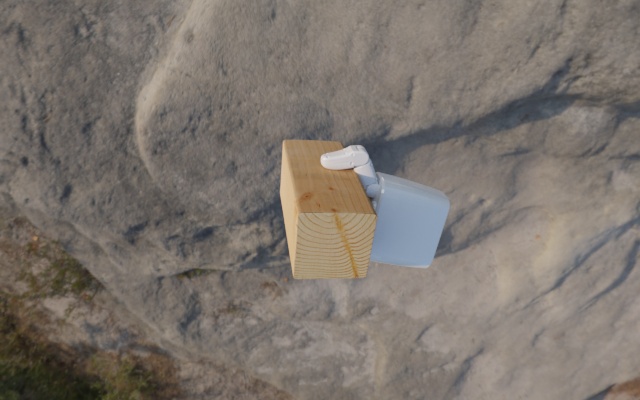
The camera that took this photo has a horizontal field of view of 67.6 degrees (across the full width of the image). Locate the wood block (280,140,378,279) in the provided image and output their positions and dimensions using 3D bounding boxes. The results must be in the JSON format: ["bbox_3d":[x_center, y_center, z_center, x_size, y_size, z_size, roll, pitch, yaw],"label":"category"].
[{"bbox_3d":[0.001,0.002,0.622,0.090,0.091,0.206,1,29,-11],"label":"wood block"}]
